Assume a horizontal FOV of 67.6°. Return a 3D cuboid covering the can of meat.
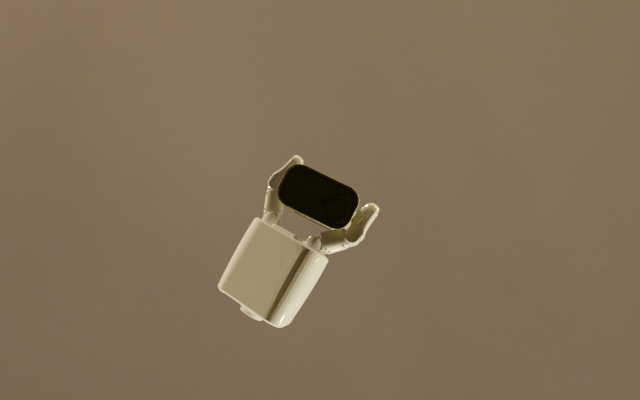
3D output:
[{"bbox_3d":[0.000,0.002,0.636,0.102,0.057,0.084,26,-7,9],"label":"can of meat"}]
